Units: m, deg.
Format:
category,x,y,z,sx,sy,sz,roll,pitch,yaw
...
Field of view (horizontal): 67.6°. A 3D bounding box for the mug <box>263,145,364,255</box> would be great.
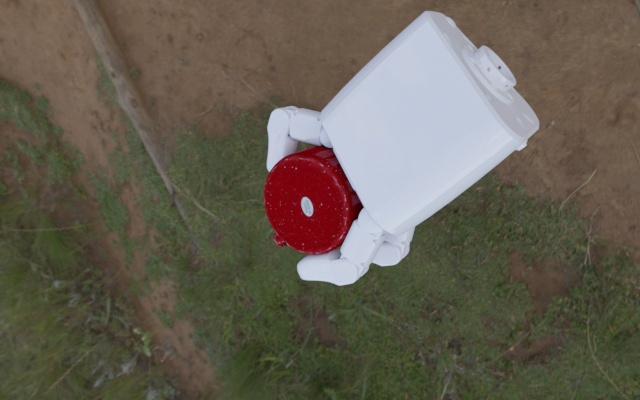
category,x,y,z,sx,sy,sz,roll,pitch,yaw
mug,-0.001,0.002,0.402,0.117,0.093,0.081,-42,-10,34
